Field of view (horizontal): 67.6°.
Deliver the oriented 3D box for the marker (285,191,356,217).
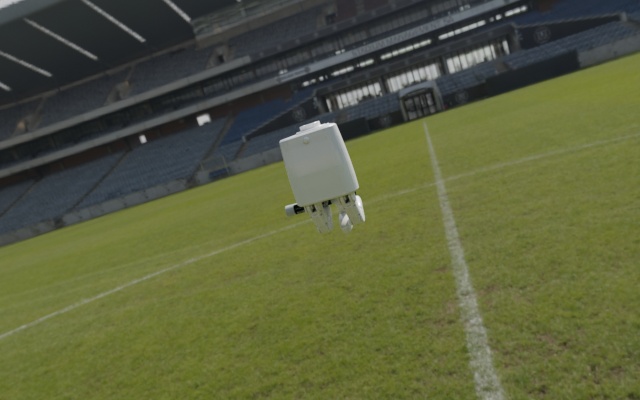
[{"bbox_3d":[0.000,0.003,0.785,0.121,0.020,0.020,-16,-4,15],"label":"marker"}]
